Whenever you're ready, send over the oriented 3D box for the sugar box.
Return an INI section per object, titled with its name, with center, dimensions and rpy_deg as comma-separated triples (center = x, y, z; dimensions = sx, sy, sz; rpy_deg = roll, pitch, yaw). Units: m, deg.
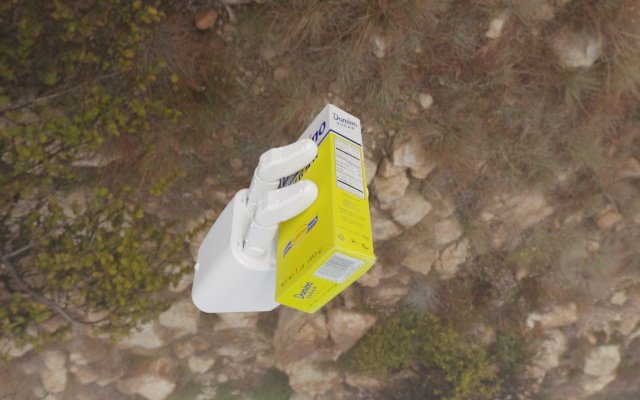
[sugar box]
center = 0.000, 0.001, 0.437
dimensions = 0.048, 0.176, 0.093
rpy_deg = 22, -48, -27
